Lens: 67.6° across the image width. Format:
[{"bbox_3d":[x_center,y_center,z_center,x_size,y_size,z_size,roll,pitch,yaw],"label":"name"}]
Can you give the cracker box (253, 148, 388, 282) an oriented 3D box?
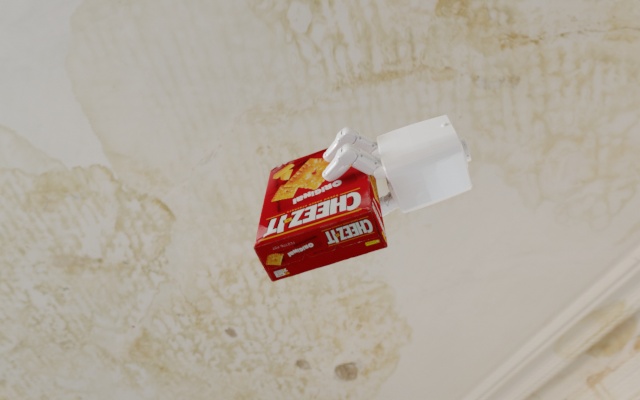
[{"bbox_3d":[0.000,0.002,0.691,0.164,0.072,0.213,-19,30,13],"label":"cracker box"}]
